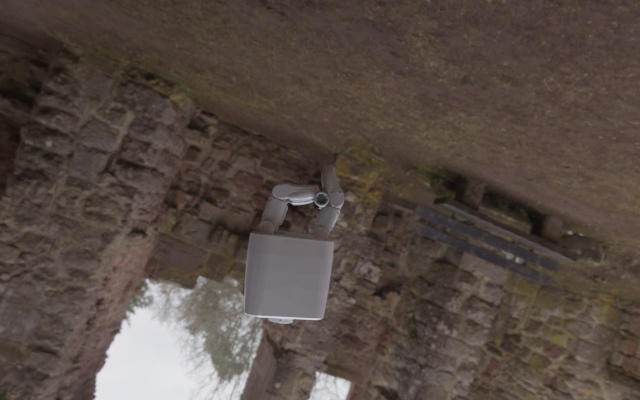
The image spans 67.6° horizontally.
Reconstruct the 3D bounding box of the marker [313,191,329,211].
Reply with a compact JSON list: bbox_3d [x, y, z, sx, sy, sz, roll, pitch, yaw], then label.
[{"bbox_3d":[0.000,0.002,0.651,0.020,0.020,0.121,0,-4,-1],"label":"marker"}]
